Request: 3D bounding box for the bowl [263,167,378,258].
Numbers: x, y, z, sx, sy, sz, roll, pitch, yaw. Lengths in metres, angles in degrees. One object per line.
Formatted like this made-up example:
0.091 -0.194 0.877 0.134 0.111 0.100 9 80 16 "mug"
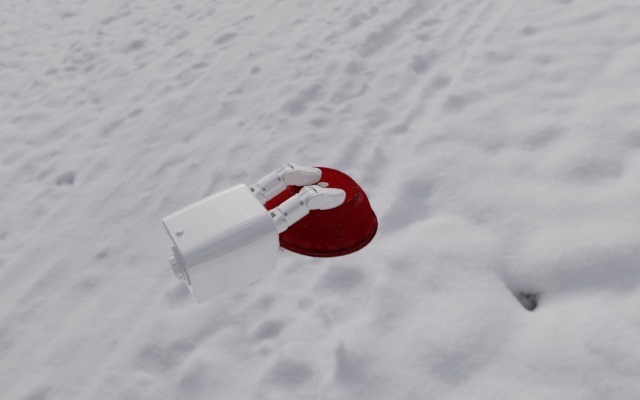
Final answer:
0.001 0.001 0.631 0.162 0.055 0.162 5 35 -3 "bowl"
